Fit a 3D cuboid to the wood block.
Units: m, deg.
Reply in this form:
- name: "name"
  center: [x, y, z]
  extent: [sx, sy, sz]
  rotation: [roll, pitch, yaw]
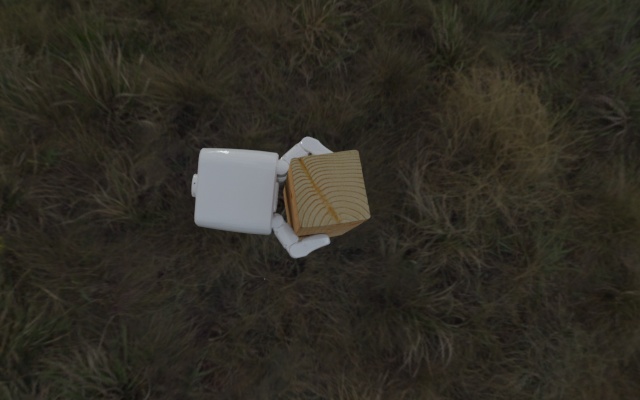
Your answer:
- name: "wood block"
  center: [0.000, 0.003, 0.687]
  extent: [0.090, 0.091, 0.206]
  rotation: [-8, -8, -8]
